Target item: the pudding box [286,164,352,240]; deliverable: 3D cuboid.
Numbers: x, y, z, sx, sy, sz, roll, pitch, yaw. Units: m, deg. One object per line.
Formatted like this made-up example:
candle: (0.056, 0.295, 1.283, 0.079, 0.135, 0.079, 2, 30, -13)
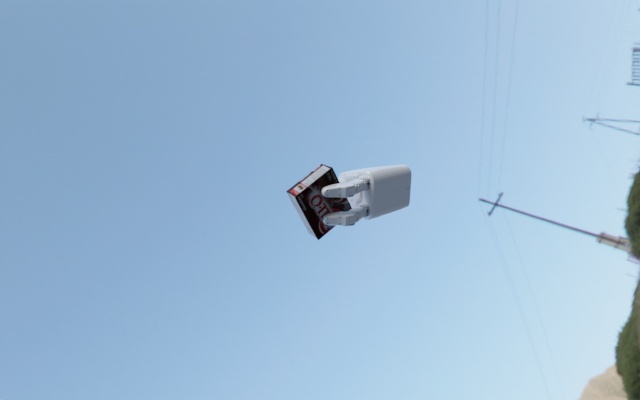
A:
pudding box: (0.000, 0.003, 0.878, 0.090, 0.113, 0.039, -40, 34, -17)
